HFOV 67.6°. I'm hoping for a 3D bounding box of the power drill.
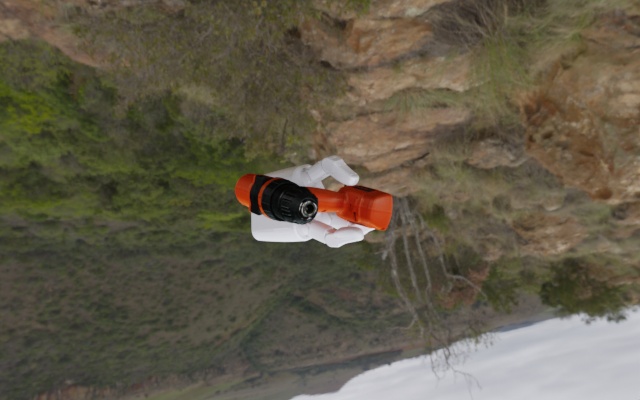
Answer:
[{"bbox_3d":[0.000,0.002,0.628,0.187,0.057,0.184,8,6,-31],"label":"power drill"}]
